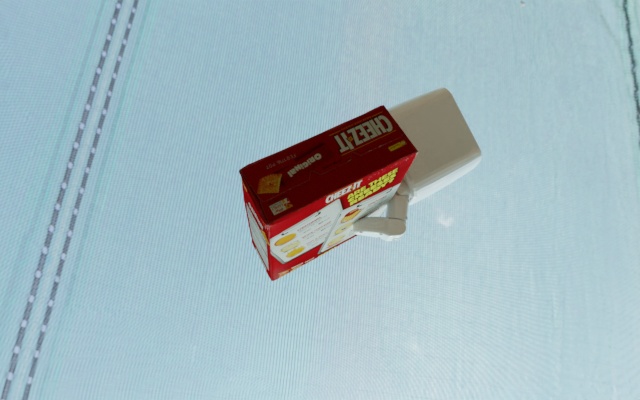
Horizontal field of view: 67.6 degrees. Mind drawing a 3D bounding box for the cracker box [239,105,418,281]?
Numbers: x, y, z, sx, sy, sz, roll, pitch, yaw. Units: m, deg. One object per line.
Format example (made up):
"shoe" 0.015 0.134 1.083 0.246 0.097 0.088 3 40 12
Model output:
"cracker box" 0.000 0.002 0.541 0.164 0.072 0.214 -27 -18 -15
